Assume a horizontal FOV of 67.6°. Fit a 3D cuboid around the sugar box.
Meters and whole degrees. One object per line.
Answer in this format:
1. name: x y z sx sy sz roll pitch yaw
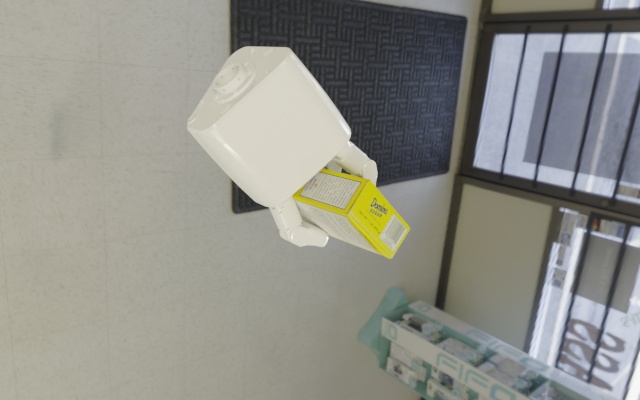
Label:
1. sugar box: 0.000 0.001 0.514 0.176 0.048 0.093 21 -18 46
